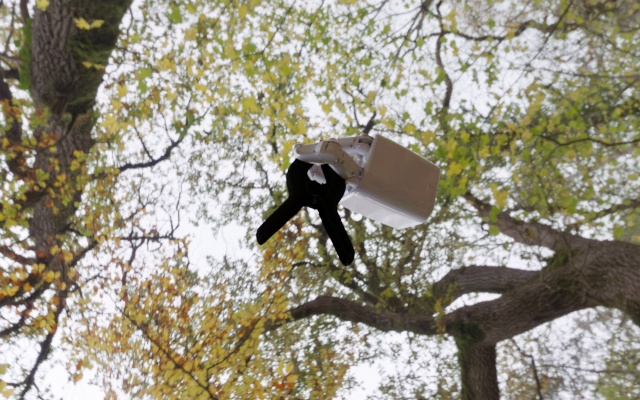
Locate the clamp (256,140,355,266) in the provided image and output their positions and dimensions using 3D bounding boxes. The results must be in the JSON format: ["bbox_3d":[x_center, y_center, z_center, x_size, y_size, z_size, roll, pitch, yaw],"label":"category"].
[{"bbox_3d":[0.000,0.002,0.601,0.120,0.171,0.039,26,-32,-10],"label":"clamp"}]
